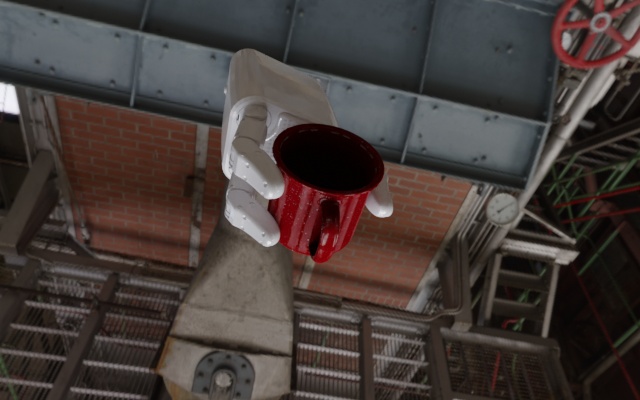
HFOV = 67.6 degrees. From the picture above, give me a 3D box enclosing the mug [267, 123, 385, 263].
[{"bbox_3d":[0.000,0.002,0.402,0.093,0.082,0.117,5,42,-14],"label":"mug"}]
